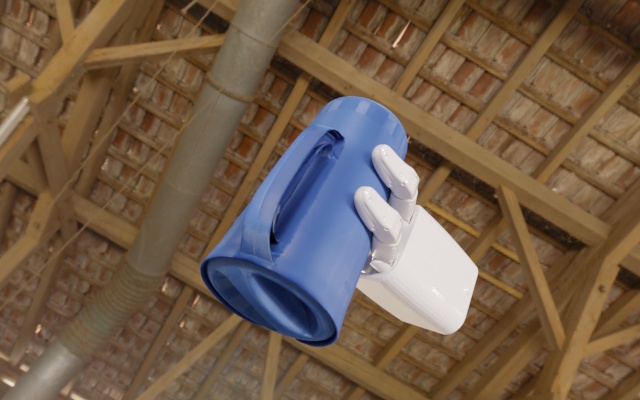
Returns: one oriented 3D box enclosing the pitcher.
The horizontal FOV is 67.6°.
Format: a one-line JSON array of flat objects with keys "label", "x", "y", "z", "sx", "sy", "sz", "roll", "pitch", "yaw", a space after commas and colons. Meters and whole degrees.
[{"label": "pitcher", "x": 0.000, "y": 0.002, "z": 0.466, "sx": 0.145, "sy": 0.242, "sz": 0.149, "roll": 41, "pitch": -36, "yaw": -17}]
